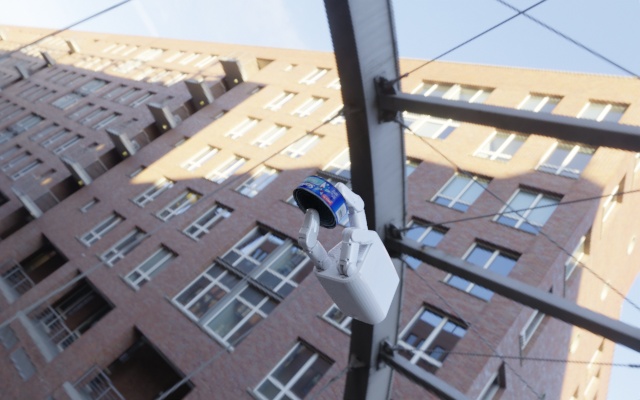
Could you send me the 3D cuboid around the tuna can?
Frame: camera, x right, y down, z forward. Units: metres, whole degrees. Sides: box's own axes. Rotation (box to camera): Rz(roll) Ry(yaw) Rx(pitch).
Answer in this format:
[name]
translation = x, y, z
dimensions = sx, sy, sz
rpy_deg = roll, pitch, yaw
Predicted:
[tuna can]
translation = 0.000, 0.002, 0.740
dimensions = 0.033, 0.086, 0.086
rpy_deg = -48, 24, -24
